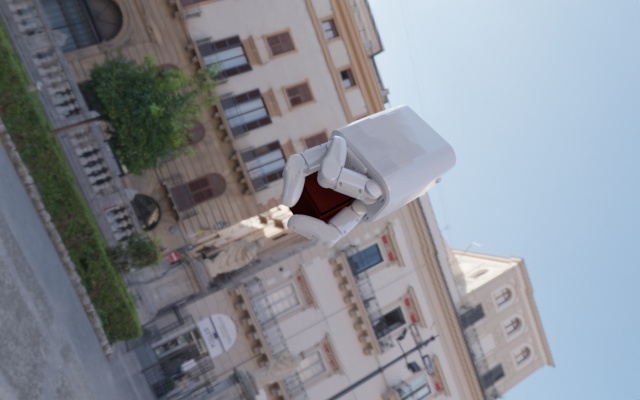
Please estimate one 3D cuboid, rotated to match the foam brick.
[{"bbox_3d":[0.000,0.002,0.582,0.051,0.053,0.078,-28,-14,-23],"label":"foam brick"}]
